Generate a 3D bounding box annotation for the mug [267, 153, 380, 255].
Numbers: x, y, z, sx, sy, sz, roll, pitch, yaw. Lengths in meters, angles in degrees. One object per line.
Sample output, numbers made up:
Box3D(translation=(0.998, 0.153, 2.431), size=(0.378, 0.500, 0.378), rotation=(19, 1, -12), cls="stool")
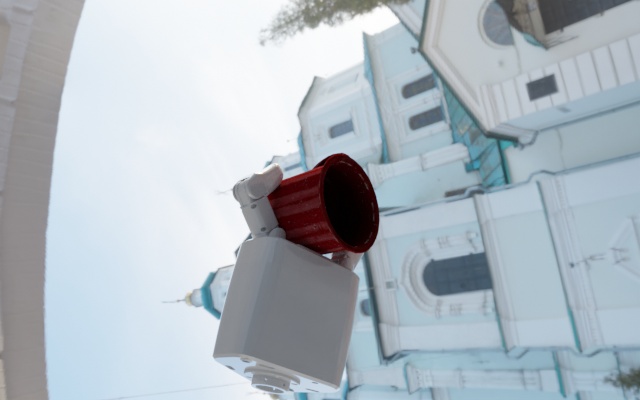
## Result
Box3D(translation=(0.000, 0.000, 0.467), size=(0.081, 0.117, 0.093), rotation=(-16, -43, 36), cls="mug")
